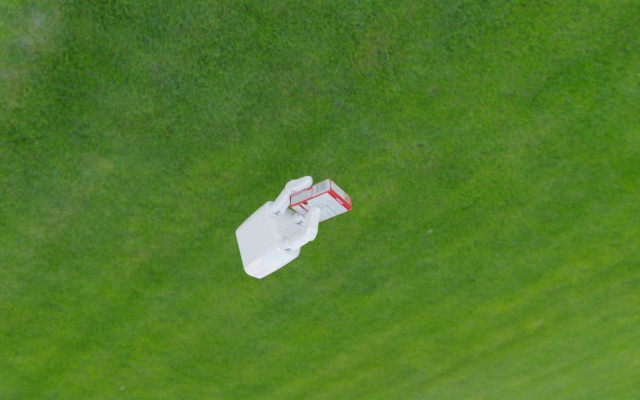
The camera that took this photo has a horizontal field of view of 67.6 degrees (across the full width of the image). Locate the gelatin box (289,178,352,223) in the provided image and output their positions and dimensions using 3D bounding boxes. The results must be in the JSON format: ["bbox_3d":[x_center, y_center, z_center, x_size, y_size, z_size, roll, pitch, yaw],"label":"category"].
[{"bbox_3d":[0.000,0.003,0.861,0.089,0.030,0.073,-22,-40,27],"label":"gelatin box"}]
